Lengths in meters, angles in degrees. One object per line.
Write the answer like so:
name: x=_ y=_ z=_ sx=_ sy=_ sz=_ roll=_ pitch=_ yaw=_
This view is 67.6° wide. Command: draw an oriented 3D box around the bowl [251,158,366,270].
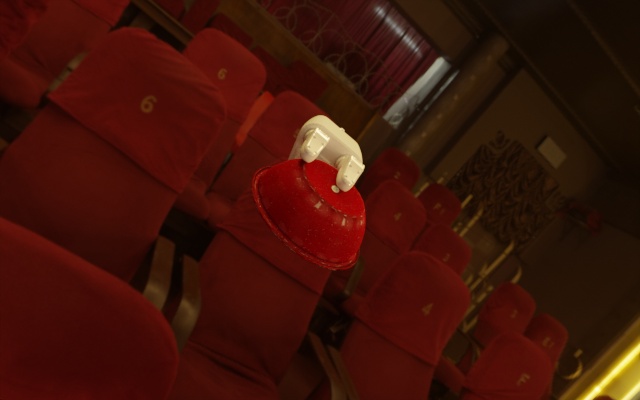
bowl: x=0.000 y=0.002 z=0.564 sx=0.055 sy=0.162 sz=0.162 roll=-47 pitch=-26 yaw=27
